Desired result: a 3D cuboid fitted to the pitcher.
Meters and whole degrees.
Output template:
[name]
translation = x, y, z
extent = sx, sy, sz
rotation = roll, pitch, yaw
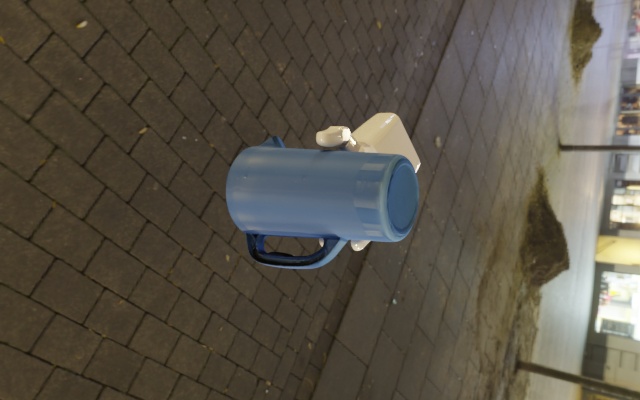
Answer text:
[pitcher]
translation = 0.000, 0.002, 0.643
extent = 0.243, 0.149, 0.145
rotation = 4, 33, 34
